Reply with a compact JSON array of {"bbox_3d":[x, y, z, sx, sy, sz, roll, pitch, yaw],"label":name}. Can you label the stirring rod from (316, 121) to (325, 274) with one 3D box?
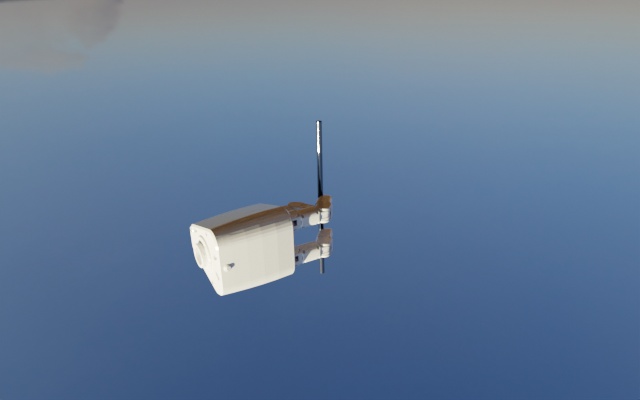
[{"bbox_3d":[0.000,0.002,0.698,0.011,0.240,0.011,-1,24,0],"label":"stirring rod"}]
